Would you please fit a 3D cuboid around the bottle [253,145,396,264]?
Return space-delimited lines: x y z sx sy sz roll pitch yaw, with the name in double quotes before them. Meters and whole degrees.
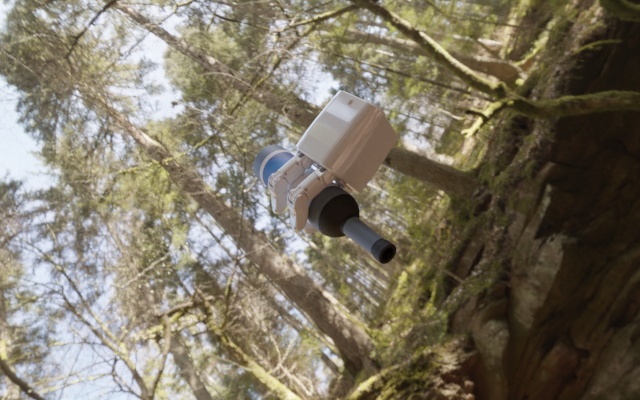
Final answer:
"bottle" 0.000 0.002 0.678 0.069 0.069 0.295 0 25 -38
